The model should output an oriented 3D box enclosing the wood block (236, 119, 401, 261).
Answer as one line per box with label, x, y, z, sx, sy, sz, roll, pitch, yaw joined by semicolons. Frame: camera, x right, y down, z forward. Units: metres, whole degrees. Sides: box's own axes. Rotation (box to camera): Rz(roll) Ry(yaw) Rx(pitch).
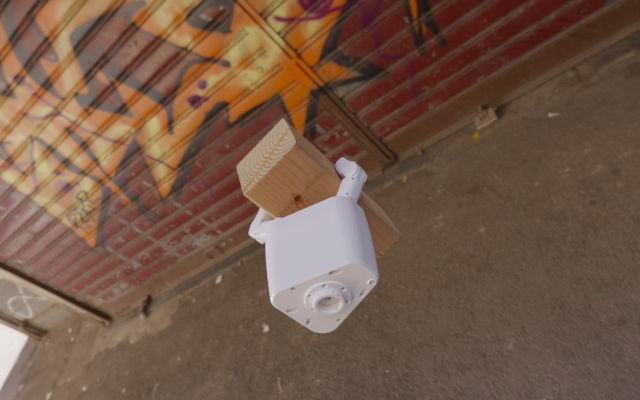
wood block;0.000;0.002;0.631;0.206;0.091;0.090;40;11;-30
